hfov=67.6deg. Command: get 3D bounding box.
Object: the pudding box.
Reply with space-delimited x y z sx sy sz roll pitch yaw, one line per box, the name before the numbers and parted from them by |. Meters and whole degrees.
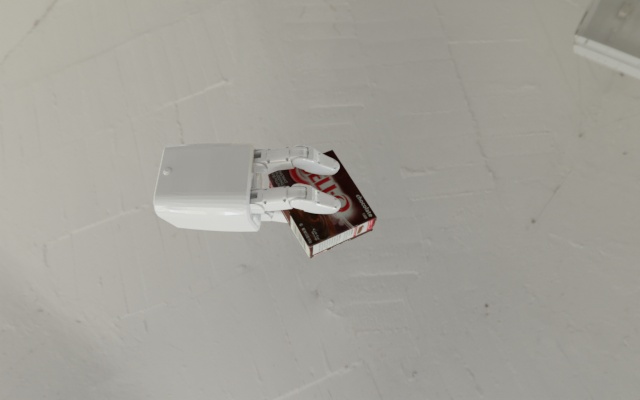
pudding box | 0.000 0.002 0.573 0.090 0.113 0.039 -23 -26 -16
